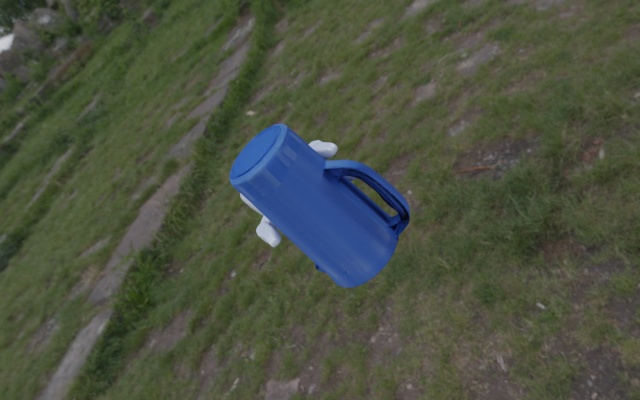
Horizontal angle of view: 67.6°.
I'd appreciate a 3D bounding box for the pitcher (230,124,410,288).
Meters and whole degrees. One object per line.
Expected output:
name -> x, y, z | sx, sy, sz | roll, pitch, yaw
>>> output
pitcher -> 0.000, 0.002, 0.680 | 0.243, 0.149, 0.145 | 43, -11, -27
